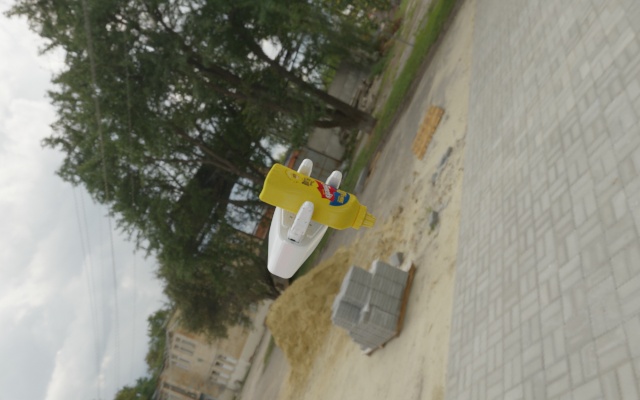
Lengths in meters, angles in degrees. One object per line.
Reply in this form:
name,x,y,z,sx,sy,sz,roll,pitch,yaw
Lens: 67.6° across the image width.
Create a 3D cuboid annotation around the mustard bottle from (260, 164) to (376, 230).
mustard bottle,0.000,0.002,0.793,0.191,0.058,0.096,22,21,-3
